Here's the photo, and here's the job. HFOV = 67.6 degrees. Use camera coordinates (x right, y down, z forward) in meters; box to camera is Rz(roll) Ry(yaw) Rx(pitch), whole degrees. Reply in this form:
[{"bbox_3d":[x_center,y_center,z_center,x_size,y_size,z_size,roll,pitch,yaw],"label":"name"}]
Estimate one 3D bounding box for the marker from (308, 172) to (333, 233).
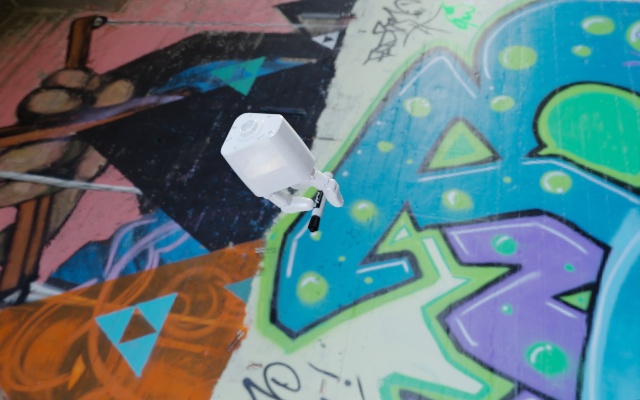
[{"bbox_3d":[0.000,0.003,0.821,0.020,0.121,0.020,11,-34,8],"label":"marker"}]
